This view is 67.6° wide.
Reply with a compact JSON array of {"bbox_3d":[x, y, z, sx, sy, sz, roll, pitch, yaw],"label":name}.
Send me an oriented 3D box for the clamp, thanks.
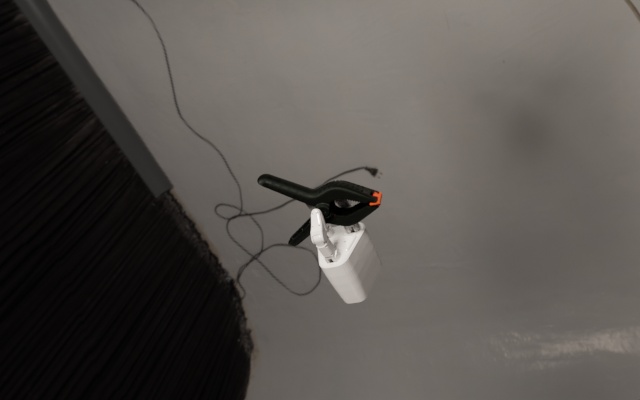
[{"bbox_3d":[0.001,0.003,0.832,0.210,0.165,0.036,-13,36,25],"label":"clamp"}]
